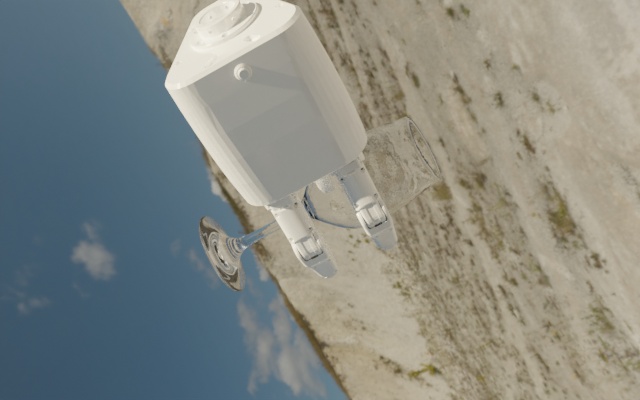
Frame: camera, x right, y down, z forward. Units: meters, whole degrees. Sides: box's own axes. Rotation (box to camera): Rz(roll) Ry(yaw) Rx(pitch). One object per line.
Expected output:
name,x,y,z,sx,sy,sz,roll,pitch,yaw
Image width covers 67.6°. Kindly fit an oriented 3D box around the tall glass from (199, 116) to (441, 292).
tall glass,-0.001,0.002,0.415,0.201,0.079,0.079,-27,-3,5
